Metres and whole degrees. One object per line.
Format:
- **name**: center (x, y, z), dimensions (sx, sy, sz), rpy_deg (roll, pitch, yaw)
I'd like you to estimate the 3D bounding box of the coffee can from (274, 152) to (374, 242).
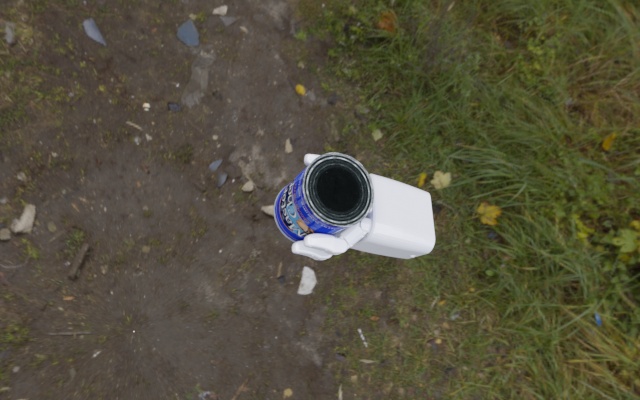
- **coffee can**: center (0.000, 0.002, 0.688), dimensions (0.103, 0.102, 0.140), rpy_deg (0, -14, -21)
